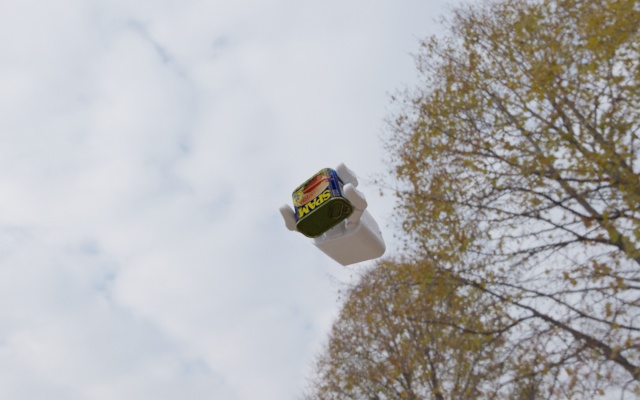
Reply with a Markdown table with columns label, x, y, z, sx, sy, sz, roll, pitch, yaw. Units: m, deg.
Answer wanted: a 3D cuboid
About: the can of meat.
| label | x | y | z | sx | sy | sz | roll | pitch | yaw |
| --- | --- | --- | --- | --- | --- | --- | --- | --- | --- |
| can of meat | 0.000 | 0.003 | 0.840 | 0.102 | 0.083 | 0.057 | -35 | -48 | 20 |
